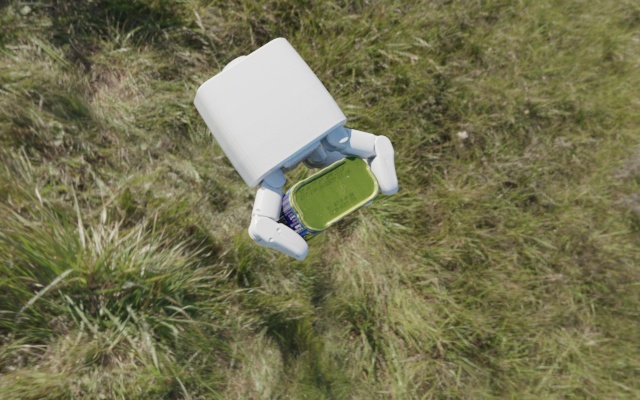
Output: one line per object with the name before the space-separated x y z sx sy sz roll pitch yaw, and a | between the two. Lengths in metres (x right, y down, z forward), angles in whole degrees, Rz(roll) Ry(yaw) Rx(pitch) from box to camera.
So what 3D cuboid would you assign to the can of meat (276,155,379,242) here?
can of meat | 0.000 0.002 0.494 0.102 0.057 0.084 -31 -2 -28
